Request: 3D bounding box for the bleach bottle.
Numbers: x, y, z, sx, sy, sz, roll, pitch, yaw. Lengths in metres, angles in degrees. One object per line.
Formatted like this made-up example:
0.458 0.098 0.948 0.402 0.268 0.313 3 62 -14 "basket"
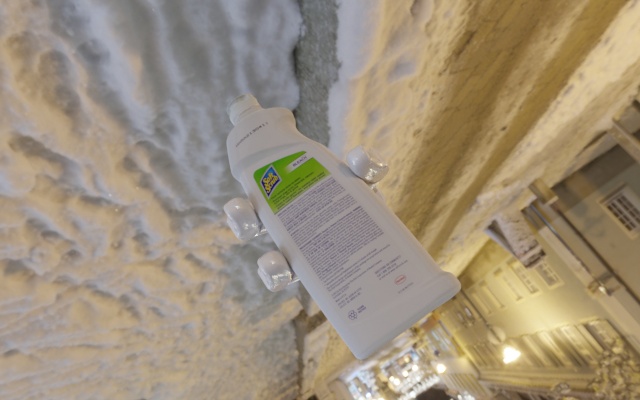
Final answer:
0.000 0.001 0.409 0.102 0.250 0.068 -34 -19 -3 "bleach bottle"
